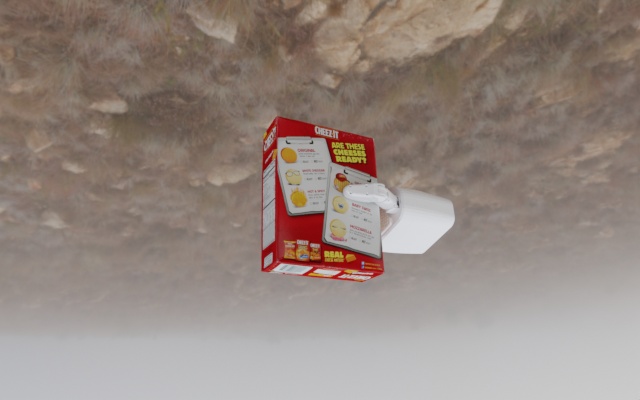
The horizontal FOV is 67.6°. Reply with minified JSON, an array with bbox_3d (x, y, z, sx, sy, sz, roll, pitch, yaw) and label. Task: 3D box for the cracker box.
[{"bbox_3d":[0.000,0.002,0.686,0.164,0.213,0.072,9,-25,-26],"label":"cracker box"}]
